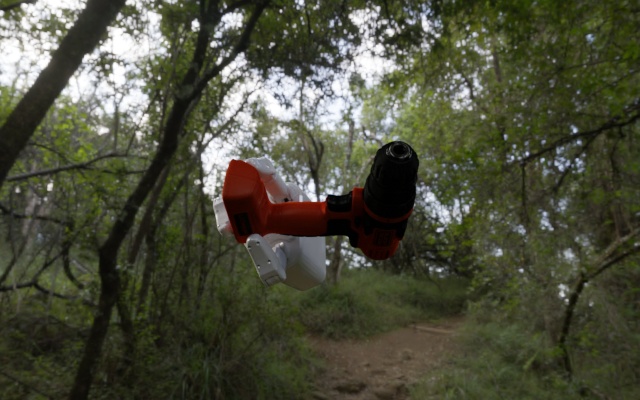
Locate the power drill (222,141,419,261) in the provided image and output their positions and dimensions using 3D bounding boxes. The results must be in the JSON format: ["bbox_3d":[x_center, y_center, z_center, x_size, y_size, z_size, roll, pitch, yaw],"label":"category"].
[{"bbox_3d":[0.000,0.002,0.487,0.187,0.057,0.185,5,-34,4],"label":"power drill"}]
